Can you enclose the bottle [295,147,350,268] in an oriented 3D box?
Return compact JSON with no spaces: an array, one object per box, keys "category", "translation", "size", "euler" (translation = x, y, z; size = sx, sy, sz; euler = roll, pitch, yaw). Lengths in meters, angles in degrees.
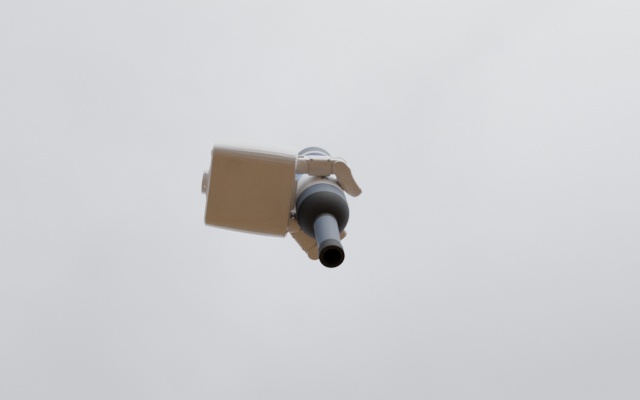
[{"category":"bottle","translation":[0.000,0.002,0.625],"size":[0.069,0.069,0.295],"euler":[0,22,-5]}]
